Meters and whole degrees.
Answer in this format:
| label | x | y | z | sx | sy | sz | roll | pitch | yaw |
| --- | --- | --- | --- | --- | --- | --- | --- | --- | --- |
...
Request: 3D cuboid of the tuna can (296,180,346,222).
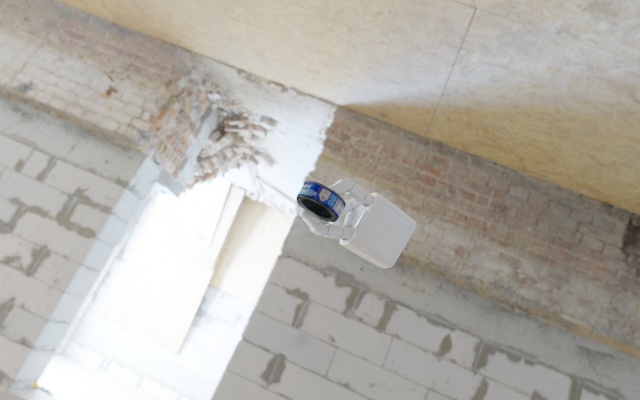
| label | x | y | z | sx | sy | sz | roll | pitch | yaw |
| --- | --- | --- | --- | --- | --- | --- | --- | --- | --- |
| tuna can | 0.000 | 0.003 | 0.850 | 0.086 | 0.033 | 0.086 | 27 | -18 | 10 |
